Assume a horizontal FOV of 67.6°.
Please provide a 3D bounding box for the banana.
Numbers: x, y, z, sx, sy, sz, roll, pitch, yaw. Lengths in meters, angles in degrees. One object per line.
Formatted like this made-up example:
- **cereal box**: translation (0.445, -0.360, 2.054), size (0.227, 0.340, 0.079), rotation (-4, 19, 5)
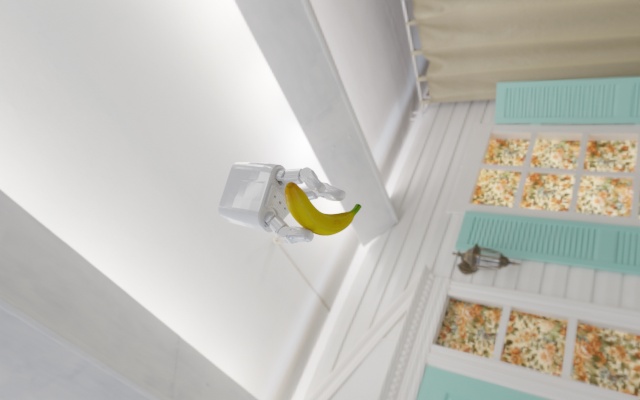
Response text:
- **banana**: translation (-0.002, 0.021, 0.777), size (0.037, 0.069, 0.198), rotation (13, -2, 36)
